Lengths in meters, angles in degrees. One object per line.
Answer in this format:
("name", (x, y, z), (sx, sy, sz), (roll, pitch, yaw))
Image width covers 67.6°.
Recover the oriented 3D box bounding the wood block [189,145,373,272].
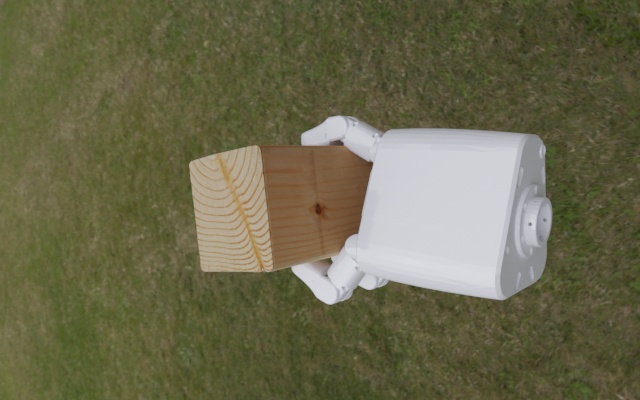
("wood block", (0.000, 0.001, 0.429), (0.090, 0.091, 0.206), (-7, -1, 42))
